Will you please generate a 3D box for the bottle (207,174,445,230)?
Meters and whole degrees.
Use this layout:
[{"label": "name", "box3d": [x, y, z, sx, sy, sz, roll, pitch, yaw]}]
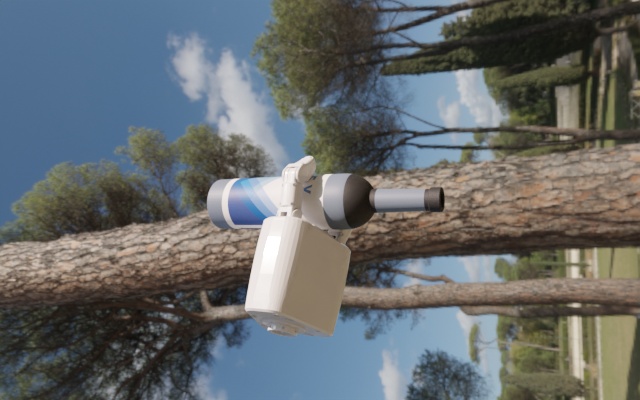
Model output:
[{"label": "bottle", "box3d": [0.000, 0.002, 0.583, 0.296, 0.069, 0.069, -1, -1, 25]}]
